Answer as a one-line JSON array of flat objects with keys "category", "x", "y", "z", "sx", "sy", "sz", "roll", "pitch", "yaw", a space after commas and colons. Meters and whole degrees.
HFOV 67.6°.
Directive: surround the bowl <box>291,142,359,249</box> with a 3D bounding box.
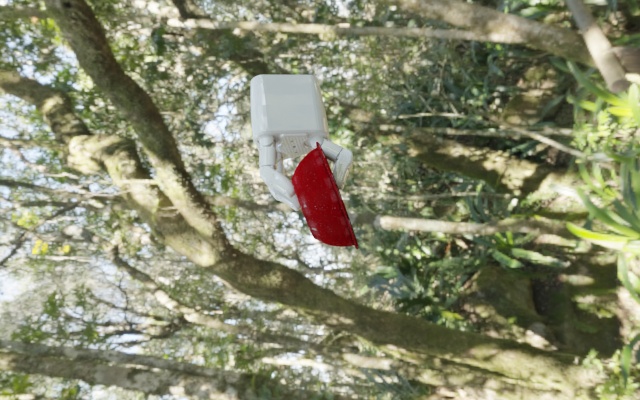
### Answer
[{"category": "bowl", "x": 0.000, "y": 0.003, "z": 0.671, "sx": 0.055, "sy": 0.162, "sz": 0.162, "roll": -21, "pitch": 0, "yaw": -1}]
